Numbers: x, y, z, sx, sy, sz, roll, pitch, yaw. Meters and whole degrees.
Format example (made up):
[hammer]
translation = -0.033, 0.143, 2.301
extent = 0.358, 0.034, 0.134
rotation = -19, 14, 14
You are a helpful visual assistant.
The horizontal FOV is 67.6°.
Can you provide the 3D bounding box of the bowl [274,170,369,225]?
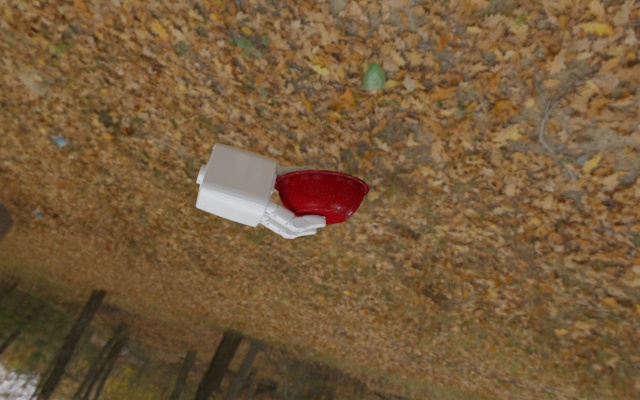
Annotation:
[bowl]
translation = 0.001, 0.003, 0.797
extent = 0.162, 0.055, 0.162
rotation = 3, -18, 1
